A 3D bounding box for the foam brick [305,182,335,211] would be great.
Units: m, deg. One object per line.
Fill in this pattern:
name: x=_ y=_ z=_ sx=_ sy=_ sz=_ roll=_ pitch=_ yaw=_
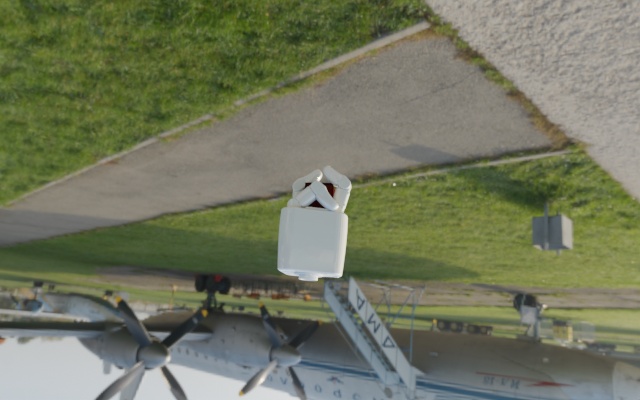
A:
foam brick: x=0.000 y=0.003 z=0.869 sx=0.053 sy=0.051 sz=0.078 roll=2 pitch=-15 yaw=9
